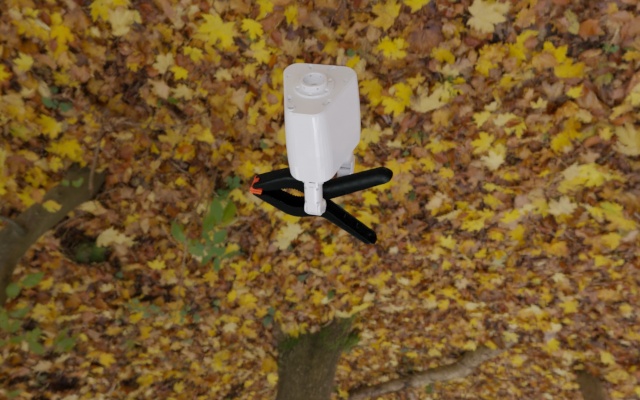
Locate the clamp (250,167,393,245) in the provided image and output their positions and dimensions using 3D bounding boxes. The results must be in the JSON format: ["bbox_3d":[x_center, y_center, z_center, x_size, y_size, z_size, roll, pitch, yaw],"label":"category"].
[{"bbox_3d":[-0.001,0.003,0.719,0.210,0.036,0.165,7,-41,11],"label":"clamp"}]
